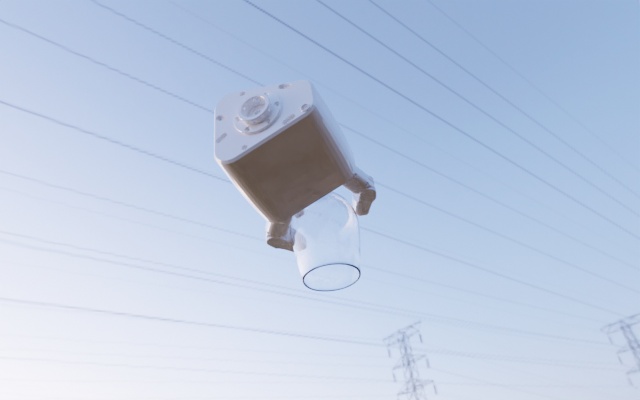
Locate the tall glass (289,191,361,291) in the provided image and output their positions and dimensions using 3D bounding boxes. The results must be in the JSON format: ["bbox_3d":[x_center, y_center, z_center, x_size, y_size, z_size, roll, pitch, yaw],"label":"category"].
[{"bbox_3d":[0.000,0.001,0.556,0.079,0.201,0.079,-6,-36,-4],"label":"tall glass"}]
